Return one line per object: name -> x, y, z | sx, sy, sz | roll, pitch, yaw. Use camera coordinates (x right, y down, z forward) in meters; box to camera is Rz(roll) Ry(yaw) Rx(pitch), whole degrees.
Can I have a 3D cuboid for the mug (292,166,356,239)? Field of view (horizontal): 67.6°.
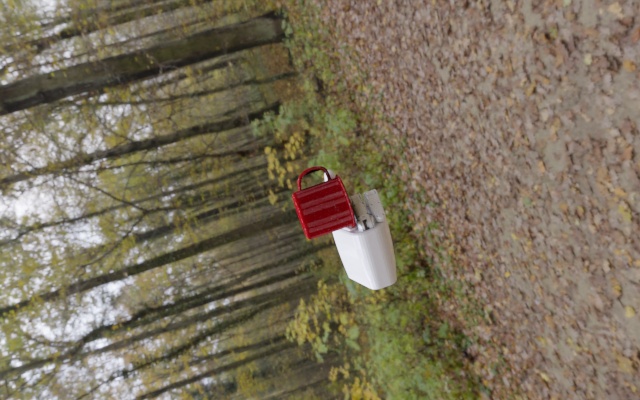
mug -> -0.001, 0.001, 0.778 | 0.081, 0.117, 0.093 | -19, 12, -5
